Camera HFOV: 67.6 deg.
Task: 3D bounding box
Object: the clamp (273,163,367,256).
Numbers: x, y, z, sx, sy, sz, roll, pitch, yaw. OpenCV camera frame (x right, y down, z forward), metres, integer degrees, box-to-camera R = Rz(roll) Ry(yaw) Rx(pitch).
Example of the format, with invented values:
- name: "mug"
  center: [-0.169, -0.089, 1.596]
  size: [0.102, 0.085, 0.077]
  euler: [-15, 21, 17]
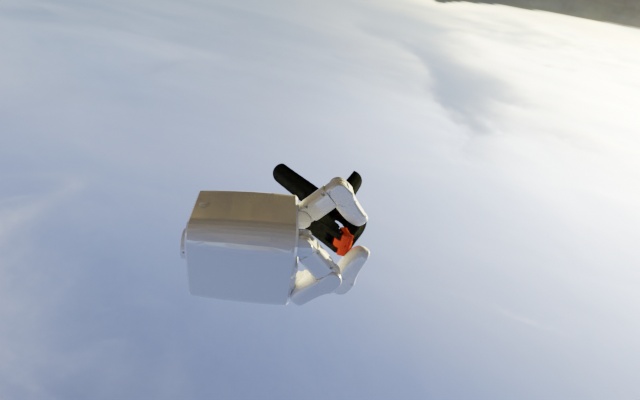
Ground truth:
- name: "clamp"
  center: [0.000, 0.003, 0.576]
  size: [0.120, 0.039, 0.171]
  euler: [4, 28, -6]
